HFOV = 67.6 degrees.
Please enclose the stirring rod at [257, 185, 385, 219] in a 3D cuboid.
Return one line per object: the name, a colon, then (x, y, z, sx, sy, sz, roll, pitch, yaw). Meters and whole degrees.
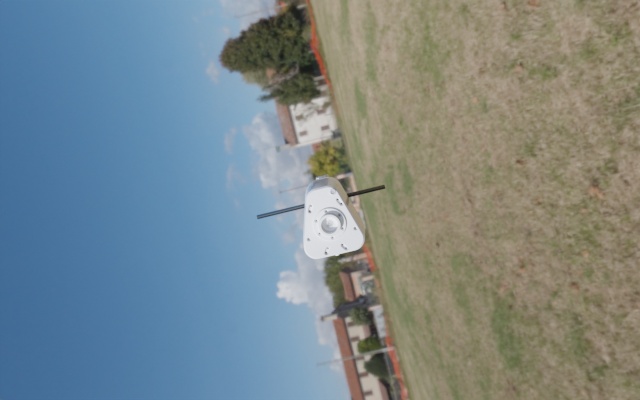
stirring rod: (0.000, 0.003, 0.874, 0.239, 0.011, 0.011, -14, -1, 3)
